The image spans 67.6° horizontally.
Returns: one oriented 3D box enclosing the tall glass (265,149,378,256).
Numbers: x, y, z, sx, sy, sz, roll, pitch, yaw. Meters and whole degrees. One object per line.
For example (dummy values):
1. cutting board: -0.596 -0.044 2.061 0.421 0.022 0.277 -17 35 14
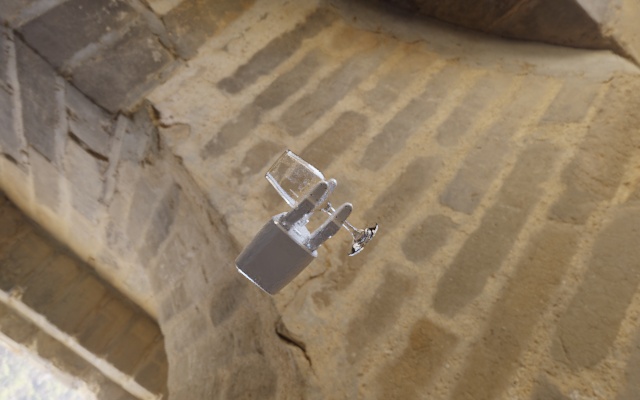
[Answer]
1. tall glass: 0.001 0.003 0.810 0.201 0.079 0.079 42 -11 -12
